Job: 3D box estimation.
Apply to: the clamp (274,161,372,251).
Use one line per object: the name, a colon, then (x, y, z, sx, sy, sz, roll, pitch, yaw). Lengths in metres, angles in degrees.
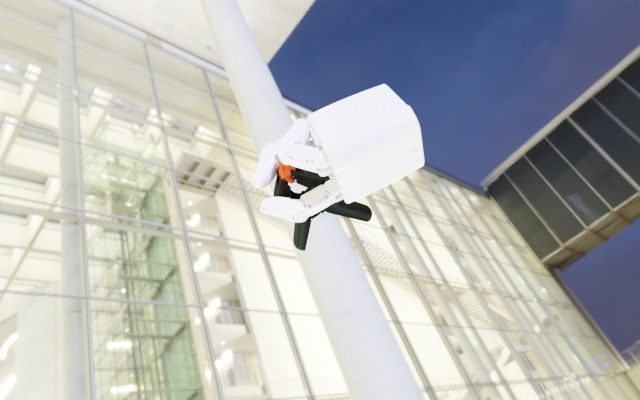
clamp: (0.000, 0.002, 0.626, 0.120, 0.039, 0.172, -24, -36, 0)
